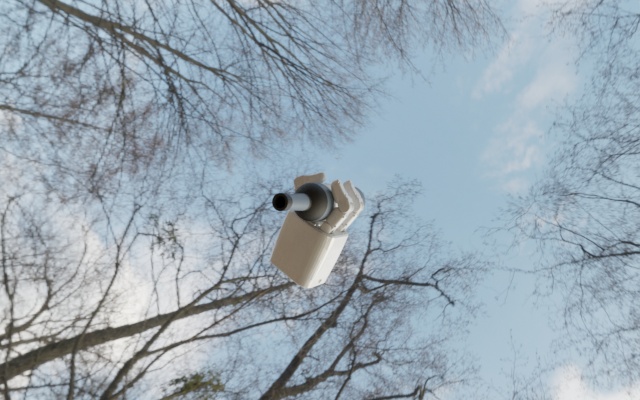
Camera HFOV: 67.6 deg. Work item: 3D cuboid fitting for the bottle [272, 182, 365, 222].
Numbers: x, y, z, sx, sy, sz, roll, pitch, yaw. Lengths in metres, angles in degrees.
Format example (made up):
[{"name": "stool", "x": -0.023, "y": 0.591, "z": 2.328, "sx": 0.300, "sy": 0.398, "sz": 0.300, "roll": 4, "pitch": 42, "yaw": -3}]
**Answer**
[{"name": "bottle", "x": 0.000, "y": 0.003, "z": 0.839, "sx": 0.069, "sy": 0.069, "sz": 0.296, "roll": 0, "pitch": 0, "yaw": 24}]
